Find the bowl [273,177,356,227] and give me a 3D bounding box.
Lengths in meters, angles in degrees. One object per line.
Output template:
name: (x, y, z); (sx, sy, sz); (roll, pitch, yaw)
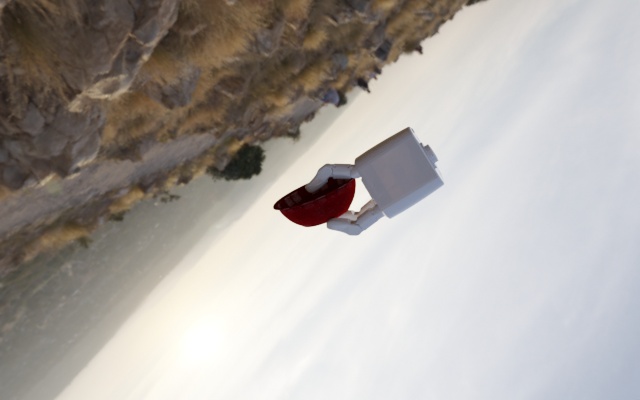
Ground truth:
bowl: (-0.001, 0.003, 0.841); (0.162, 0.055, 0.162); (-21, 13, 5)
